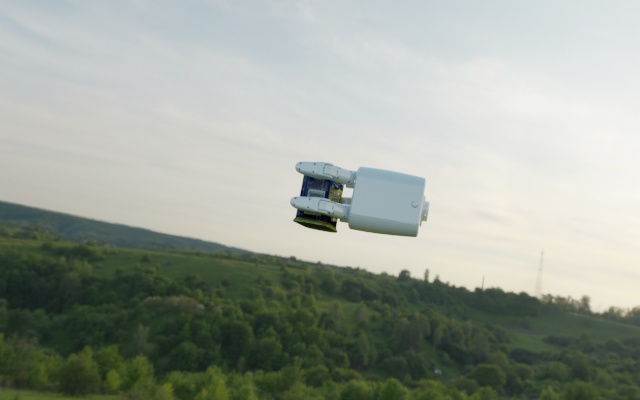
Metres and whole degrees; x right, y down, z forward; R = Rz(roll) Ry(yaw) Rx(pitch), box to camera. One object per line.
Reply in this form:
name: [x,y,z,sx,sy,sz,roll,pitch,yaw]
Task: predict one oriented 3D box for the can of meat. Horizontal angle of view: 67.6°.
can of meat: [0.000,0.002,0.770,0.057,0.084,0.102,9,-8,16]
